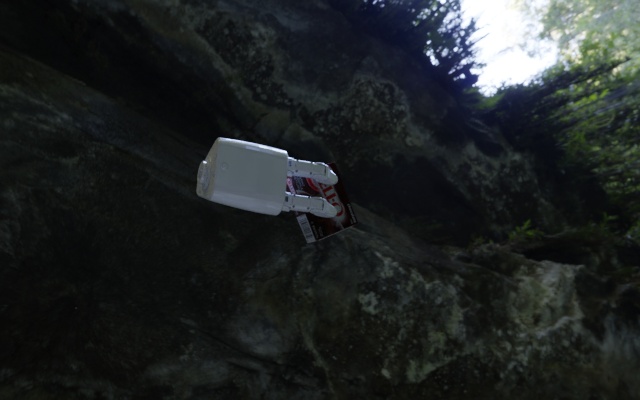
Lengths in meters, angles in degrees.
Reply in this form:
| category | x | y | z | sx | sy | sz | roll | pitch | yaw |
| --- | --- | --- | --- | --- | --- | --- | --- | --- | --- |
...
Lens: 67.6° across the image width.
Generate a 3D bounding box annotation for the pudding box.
| category | x | y | z | sx | sy | sz | roll | pitch | yaw |
| --- | --- | --- | --- | --- | --- | --- | --- | --- | --- |
| pudding box | 0.000 | 0.003 | 0.773 | 0.090 | 0.113 | 0.039 | -20 | 0 | -32 |
